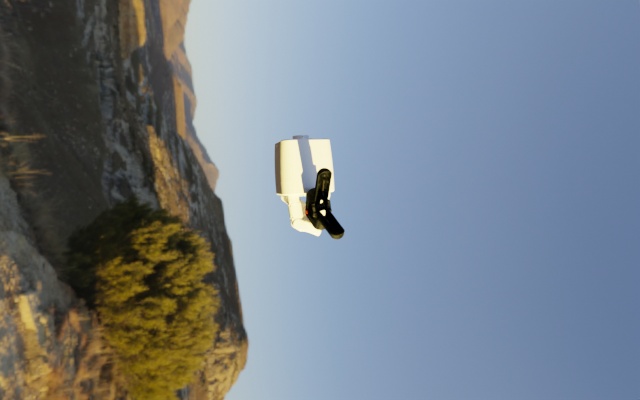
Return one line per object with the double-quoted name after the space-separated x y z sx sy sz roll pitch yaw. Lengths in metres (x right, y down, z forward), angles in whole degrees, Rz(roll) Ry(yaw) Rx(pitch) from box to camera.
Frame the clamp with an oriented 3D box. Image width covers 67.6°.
0.001 0.003 0.858 0.039 0.120 0.171 -6 3 -17 "clamp"
